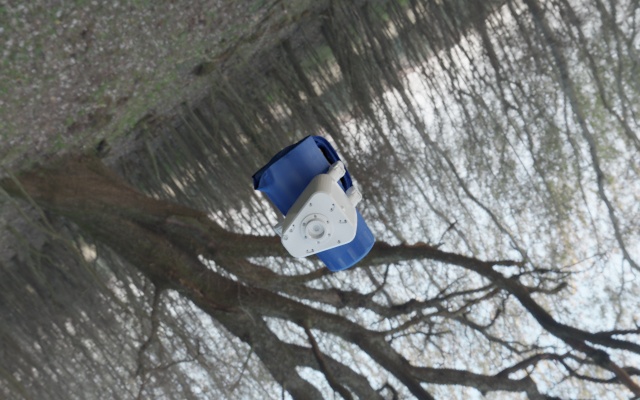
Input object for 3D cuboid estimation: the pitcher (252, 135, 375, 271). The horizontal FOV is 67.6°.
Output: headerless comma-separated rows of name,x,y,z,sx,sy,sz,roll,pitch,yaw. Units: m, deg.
pitcher,0.000,0.003,0.897,0.149,0.243,0.145,-34,11,9
